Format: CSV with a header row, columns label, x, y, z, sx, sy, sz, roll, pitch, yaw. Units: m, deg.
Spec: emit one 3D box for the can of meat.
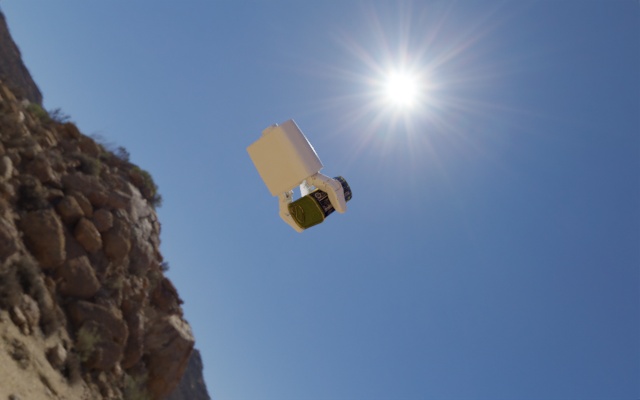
label,x,y,z,sx,sy,sz,roll,pitch,yaw
can of meat,0.000,0.003,0.888,0.084,0.057,0.102,-35,5,-31
